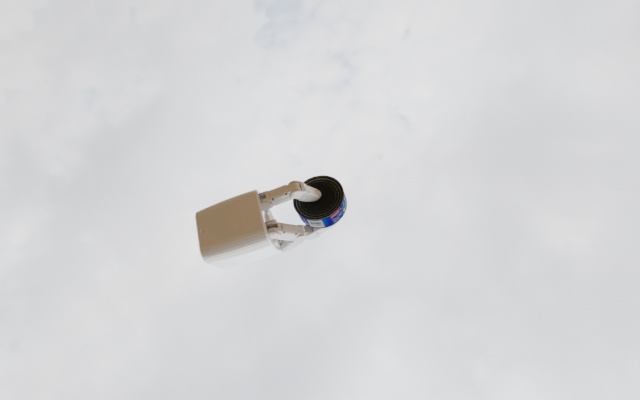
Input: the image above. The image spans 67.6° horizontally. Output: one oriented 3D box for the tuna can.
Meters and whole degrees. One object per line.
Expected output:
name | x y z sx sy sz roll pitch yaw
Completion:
tuna can | 0.000 0.003 0.788 0.086 0.086 0.034 0 -32 17
